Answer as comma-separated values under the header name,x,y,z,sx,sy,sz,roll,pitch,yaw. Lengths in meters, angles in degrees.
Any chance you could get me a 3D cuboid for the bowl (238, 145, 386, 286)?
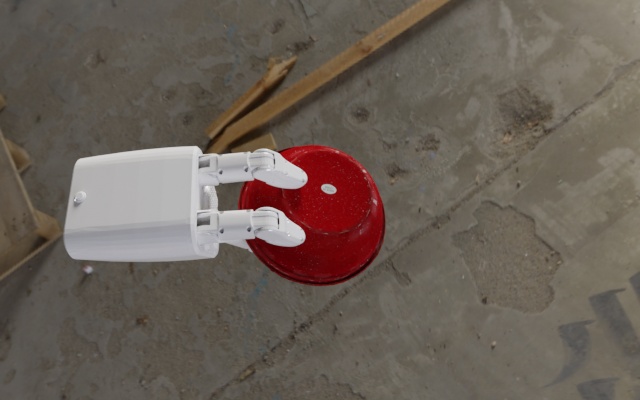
name,x,y,z,sx,sy,sz,roll,pitch,yaw
bowl,0.001,0.001,0.486,0.162,0.162,0.055,0,-25,-17
